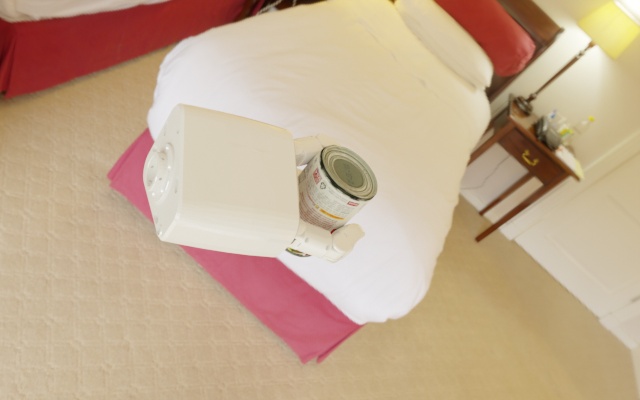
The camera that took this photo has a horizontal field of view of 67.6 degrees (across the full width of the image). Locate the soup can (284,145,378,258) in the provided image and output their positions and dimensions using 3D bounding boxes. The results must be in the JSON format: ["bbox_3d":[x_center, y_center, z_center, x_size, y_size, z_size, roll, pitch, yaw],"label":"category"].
[{"bbox_3d":[0.001,0.002,0.476,0.068,0.068,0.102,0,-36,-43],"label":"soup can"}]
